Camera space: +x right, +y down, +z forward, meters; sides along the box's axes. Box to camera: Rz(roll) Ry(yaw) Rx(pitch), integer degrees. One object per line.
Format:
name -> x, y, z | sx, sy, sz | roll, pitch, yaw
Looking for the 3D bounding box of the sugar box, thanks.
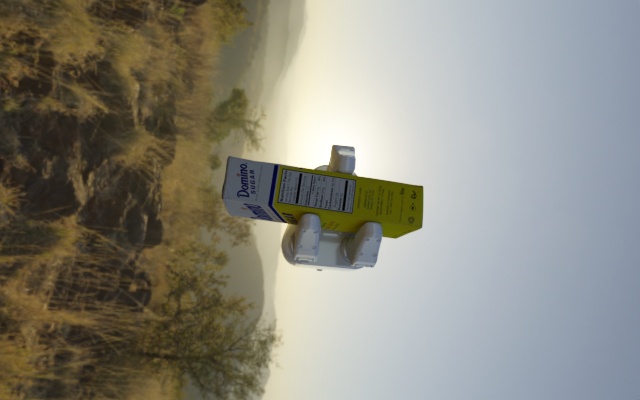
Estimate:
sugar box -> 0.000, 0.002, 0.453 | 0.176, 0.048, 0.093 | 6, -12, -4
